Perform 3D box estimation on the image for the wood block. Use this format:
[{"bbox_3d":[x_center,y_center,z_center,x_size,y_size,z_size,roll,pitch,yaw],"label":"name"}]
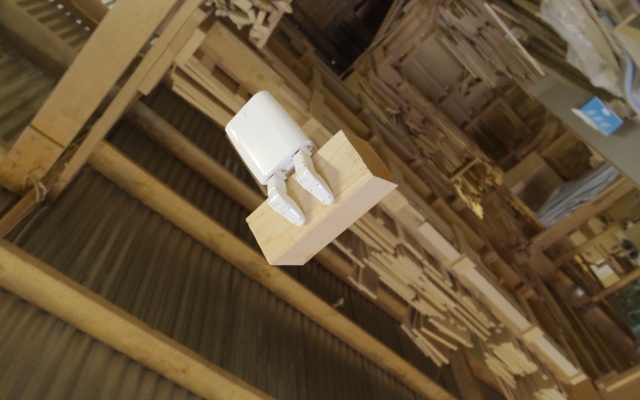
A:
[{"bbox_3d":[0.000,0.002,0.719,0.206,0.090,0.091,-42,-25,21],"label":"wood block"}]
